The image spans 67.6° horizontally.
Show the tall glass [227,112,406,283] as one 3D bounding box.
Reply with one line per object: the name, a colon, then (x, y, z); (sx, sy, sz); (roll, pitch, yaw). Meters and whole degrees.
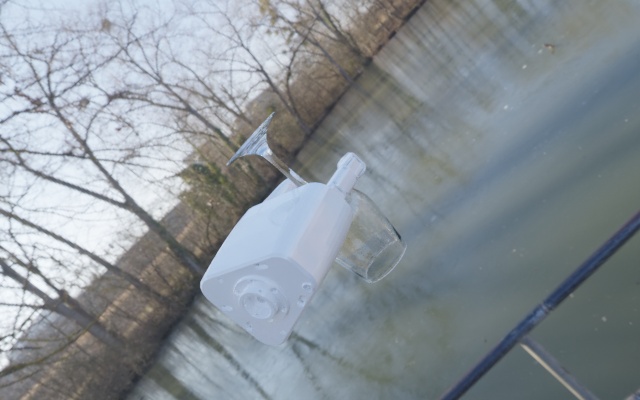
tall glass: (0.000, 0.001, 0.512); (0.201, 0.079, 0.079); (42, -9, -10)
